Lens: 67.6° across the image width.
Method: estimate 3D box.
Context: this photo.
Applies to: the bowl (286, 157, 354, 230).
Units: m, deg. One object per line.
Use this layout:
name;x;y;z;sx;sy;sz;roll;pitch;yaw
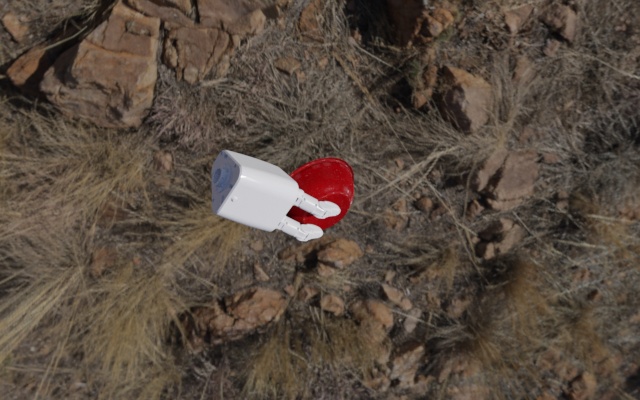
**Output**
bowl;0.001;0.003;0.848;0.162;0.162;0.055;0;42;-37
